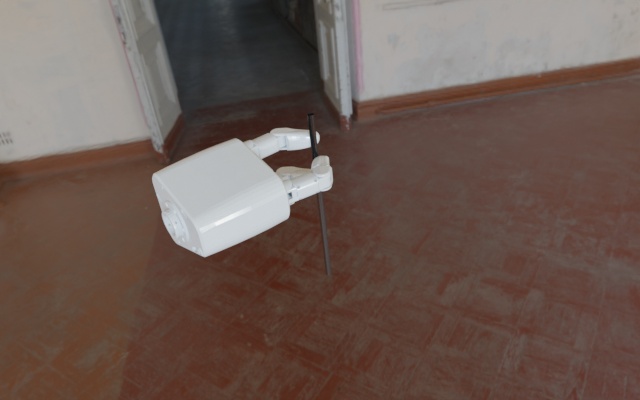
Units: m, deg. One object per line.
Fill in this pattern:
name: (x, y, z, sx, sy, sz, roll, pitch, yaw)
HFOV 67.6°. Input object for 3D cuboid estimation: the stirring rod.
stirring rod: (0.000, 0.002, 0.617, 0.011, 0.240, 0.011, -5, 32, 3)
